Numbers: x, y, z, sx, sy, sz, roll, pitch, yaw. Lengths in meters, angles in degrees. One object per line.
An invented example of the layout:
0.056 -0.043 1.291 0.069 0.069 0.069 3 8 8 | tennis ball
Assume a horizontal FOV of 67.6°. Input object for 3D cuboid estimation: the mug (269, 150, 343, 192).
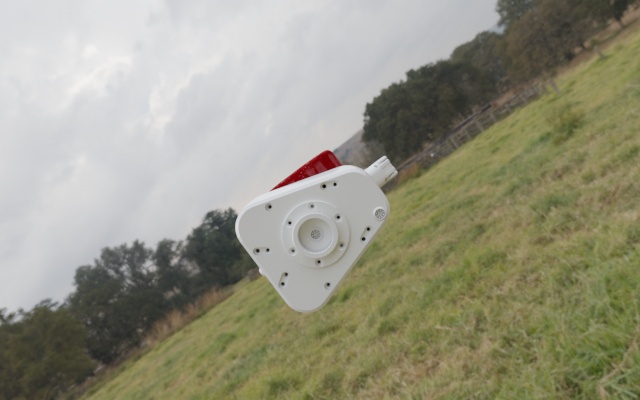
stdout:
0.000 0.001 0.505 0.093 0.081 0.117 -36 2 2 | mug
